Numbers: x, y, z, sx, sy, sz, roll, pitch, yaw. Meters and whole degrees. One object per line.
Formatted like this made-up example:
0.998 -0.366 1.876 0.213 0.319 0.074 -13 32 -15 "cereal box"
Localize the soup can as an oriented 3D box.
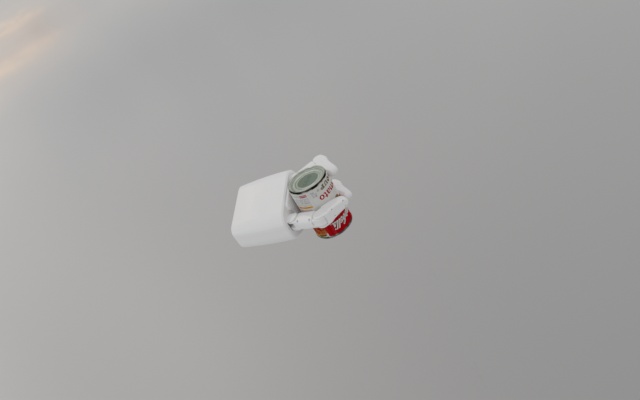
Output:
0.000 0.002 0.767 0.068 0.102 0.068 -22 33 15 "soup can"
